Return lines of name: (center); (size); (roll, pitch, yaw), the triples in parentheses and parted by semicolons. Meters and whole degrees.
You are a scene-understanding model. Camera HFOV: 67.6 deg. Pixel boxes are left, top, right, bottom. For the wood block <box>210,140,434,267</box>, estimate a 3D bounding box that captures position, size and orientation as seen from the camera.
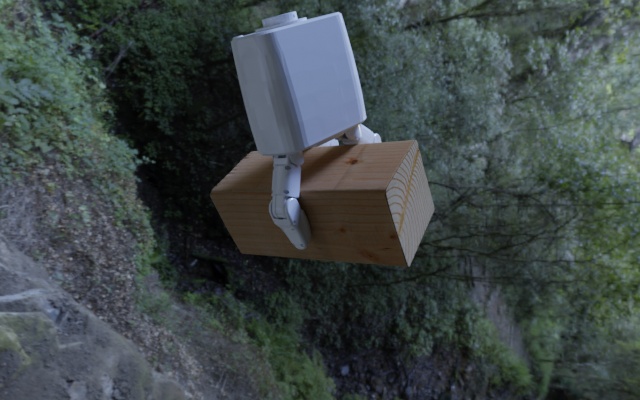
wood block: (0.000, 0.002, 0.504); (0.206, 0.090, 0.090); (0, 37, 33)
